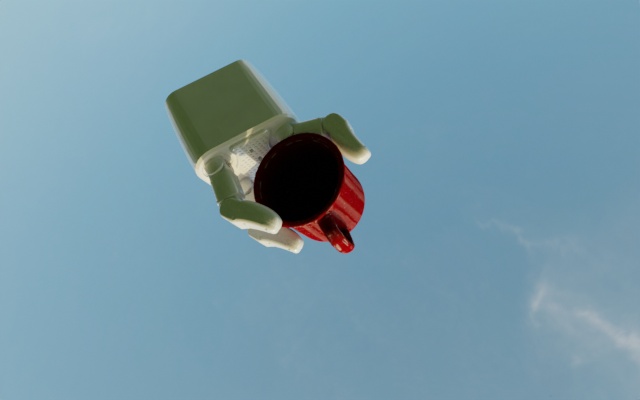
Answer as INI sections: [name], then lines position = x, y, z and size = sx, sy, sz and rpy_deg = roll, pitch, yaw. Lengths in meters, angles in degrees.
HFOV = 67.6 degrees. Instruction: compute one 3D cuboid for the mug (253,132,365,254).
[mug]
position = 0.001, 0.003, 0.464
size = 0.093, 0.117, 0.081
rpy_deg = -37, -30, 8
